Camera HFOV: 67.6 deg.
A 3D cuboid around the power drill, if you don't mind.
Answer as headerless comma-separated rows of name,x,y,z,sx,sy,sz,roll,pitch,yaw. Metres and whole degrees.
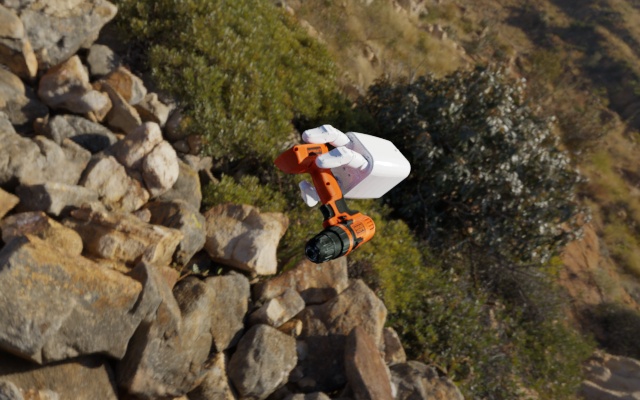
power drill,0.000,0.002,0.767,0.057,0.187,0.184,-30,-7,30
